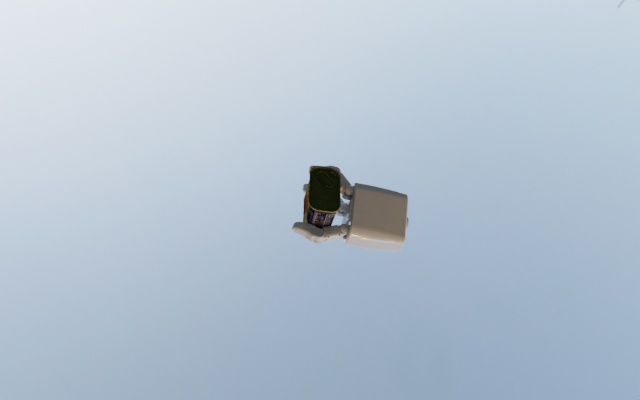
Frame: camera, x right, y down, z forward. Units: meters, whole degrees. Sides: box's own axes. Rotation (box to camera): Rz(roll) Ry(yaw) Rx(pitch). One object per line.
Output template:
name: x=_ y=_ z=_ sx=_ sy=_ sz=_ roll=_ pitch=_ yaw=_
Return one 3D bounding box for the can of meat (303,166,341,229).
can of meat: x=0.000 y=0.003 z=0.881 sx=0.057 sy=0.102 sz=0.084 roll=7 pitch=-38 yaw=-8
